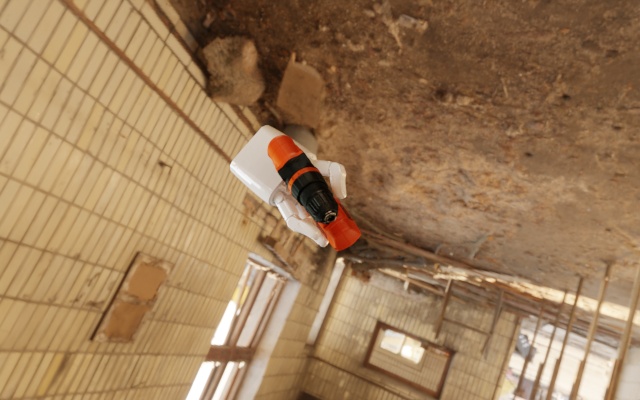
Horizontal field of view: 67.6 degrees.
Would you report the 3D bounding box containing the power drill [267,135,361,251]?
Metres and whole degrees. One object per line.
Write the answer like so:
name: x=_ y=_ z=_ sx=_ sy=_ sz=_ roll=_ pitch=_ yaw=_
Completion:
power drill: x=0.000 y=0.003 z=0.740 sx=0.057 sy=0.184 sz=0.188 roll=-34 pitch=-40 yaw=0
